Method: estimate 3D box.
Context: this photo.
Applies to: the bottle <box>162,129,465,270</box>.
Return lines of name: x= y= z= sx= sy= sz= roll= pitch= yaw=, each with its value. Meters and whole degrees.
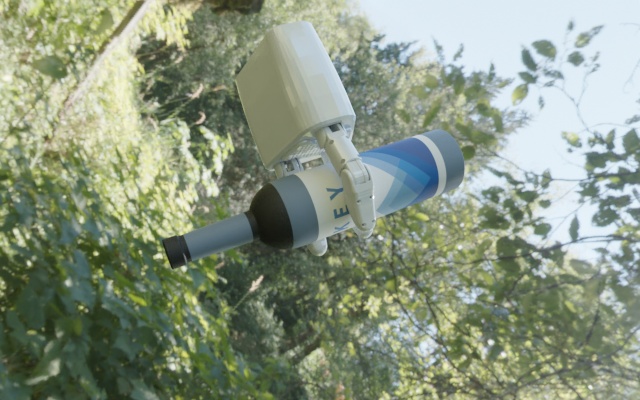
bottle: x=0.000 y=0.001 z=0.456 sx=0.295 sy=0.069 sz=0.069 roll=-19 pitch=7 yaw=-20
